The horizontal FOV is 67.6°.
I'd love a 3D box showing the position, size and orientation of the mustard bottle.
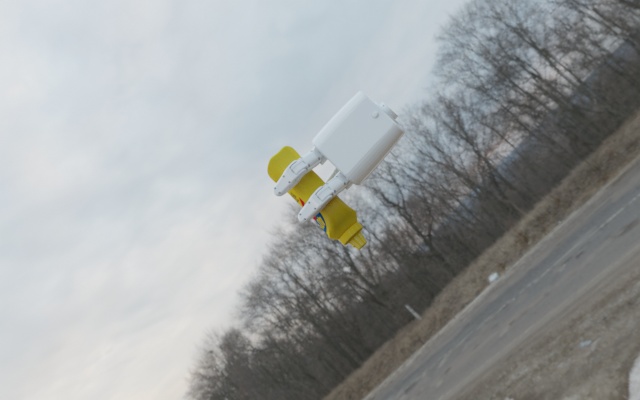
[{"bbox_3d":[0.000,0.003,0.748,0.058,0.191,0.096,-43,-11,-12],"label":"mustard bottle"}]
